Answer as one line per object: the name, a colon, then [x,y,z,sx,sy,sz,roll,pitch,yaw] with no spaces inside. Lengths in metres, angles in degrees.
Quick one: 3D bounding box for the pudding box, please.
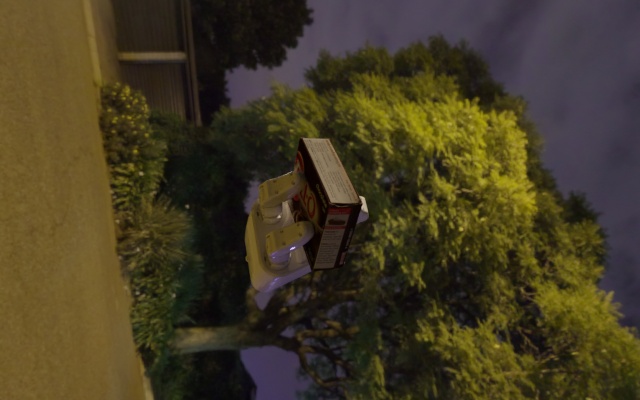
pudding box: [0.000,0.002,0.492,0.039,0.090,0.113,-4,41,-20]
